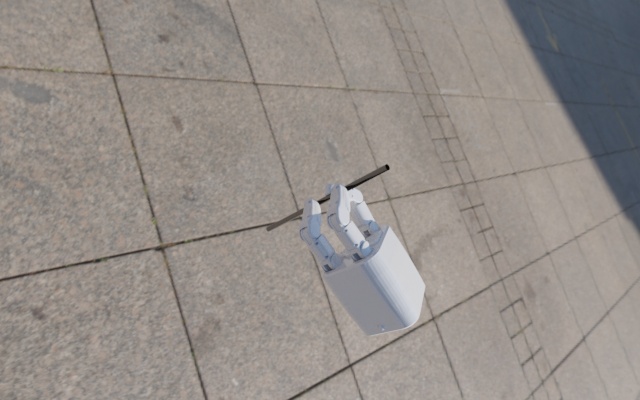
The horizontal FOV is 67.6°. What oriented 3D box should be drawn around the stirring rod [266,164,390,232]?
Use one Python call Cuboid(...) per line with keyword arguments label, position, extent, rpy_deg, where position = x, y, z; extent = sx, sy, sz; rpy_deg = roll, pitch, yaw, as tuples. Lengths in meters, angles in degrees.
Cuboid(label="stirring rod", position=(0.000, 0.002, 0.645), extent=(0.011, 0.011, 0.239), rpy_deg=(0, -20, -44))
